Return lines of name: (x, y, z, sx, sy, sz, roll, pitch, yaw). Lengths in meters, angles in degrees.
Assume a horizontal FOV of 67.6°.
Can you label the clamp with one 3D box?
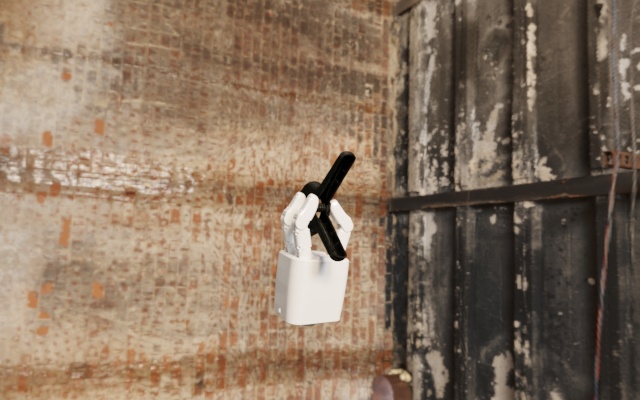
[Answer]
clamp: (0.001, 0.003, 0.786, 0.036, 0.164, 0.210, 9, 0, -23)
